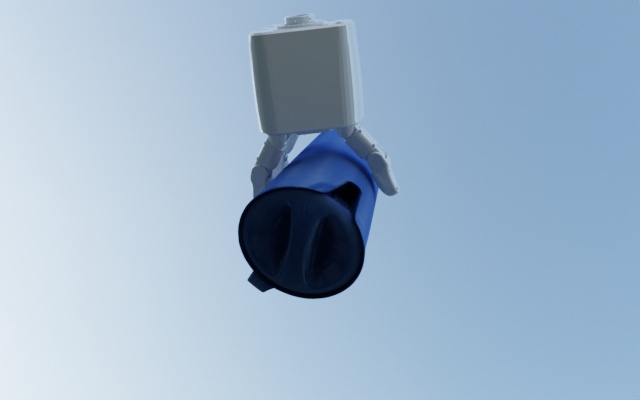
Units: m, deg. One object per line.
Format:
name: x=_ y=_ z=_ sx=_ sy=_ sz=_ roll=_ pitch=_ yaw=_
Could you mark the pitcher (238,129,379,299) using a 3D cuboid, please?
pitcher: x=0.000 y=0.002 z=0.582 sx=0.149 sy=0.145 sz=0.242 roll=-1 pitch=26 yaw=16
